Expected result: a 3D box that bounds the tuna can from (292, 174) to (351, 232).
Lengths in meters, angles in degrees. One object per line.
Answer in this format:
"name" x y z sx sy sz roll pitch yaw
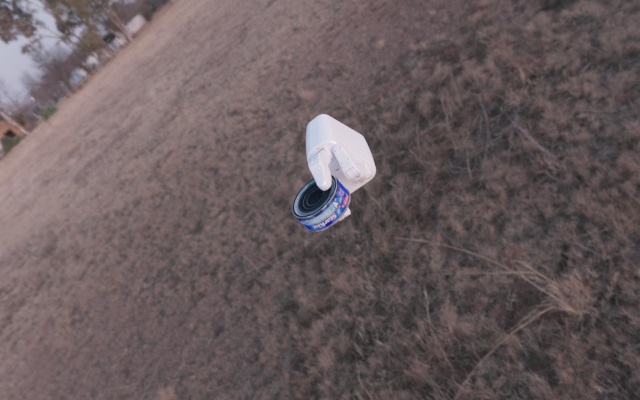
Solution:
"tuna can" 0.000 0.002 0.705 0.086 0.086 0.034 0 -37 47
